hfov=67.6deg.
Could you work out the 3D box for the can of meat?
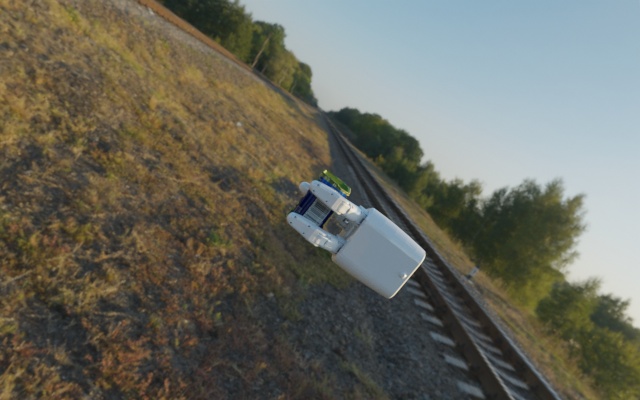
[{"bbox_3d":[0.000,0.002,0.719,0.057,0.084,0.102,38,8,-2],"label":"can of meat"}]
